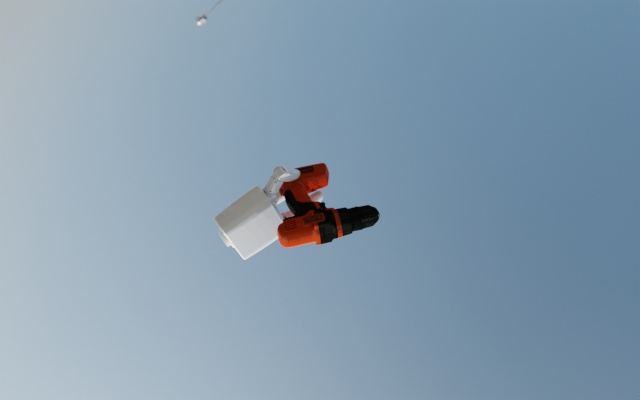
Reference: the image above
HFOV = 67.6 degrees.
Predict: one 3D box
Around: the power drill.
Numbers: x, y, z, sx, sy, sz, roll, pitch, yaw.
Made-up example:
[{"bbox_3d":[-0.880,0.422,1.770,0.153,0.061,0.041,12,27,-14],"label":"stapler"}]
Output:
[{"bbox_3d":[0.000,0.003,0.896,0.184,0.057,0.187,-12,37,-7],"label":"power drill"}]
